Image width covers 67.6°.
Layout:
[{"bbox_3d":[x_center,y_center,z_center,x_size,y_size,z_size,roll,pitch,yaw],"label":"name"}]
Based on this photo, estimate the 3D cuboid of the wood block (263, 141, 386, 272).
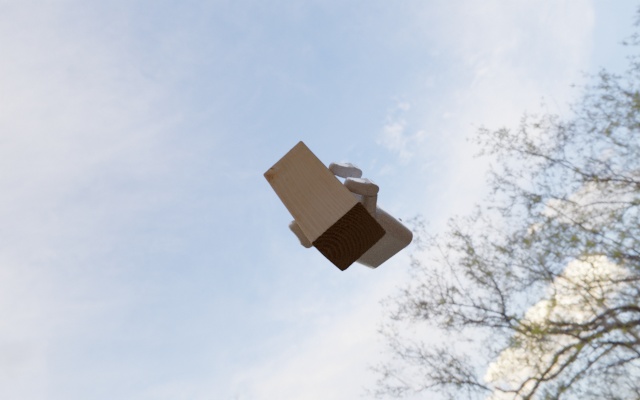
[{"bbox_3d":[0.000,0.003,0.755,0.090,0.091,0.206,46,3,-41],"label":"wood block"}]
